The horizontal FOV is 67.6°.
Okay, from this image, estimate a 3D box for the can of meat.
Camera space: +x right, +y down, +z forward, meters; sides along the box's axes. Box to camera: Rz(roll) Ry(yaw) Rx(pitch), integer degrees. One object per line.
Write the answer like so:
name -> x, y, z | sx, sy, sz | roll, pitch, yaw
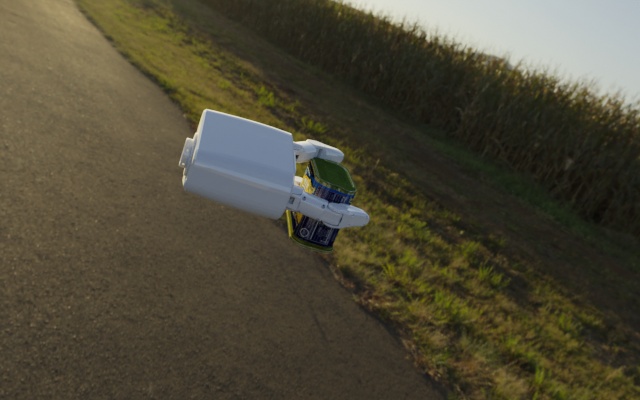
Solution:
can of meat -> 0.000, 0.002, 0.586 | 0.057, 0.084, 0.102 | 18, 20, -14
